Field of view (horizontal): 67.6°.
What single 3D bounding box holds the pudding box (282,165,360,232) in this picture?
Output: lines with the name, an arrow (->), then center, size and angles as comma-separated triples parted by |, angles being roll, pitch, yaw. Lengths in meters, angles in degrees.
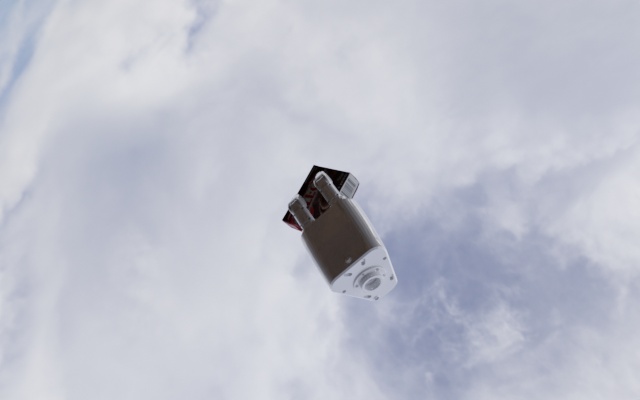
pudding box -> 0.000, 0.003, 0.773 | 0.090, 0.113, 0.039 | 17, -19, 46
